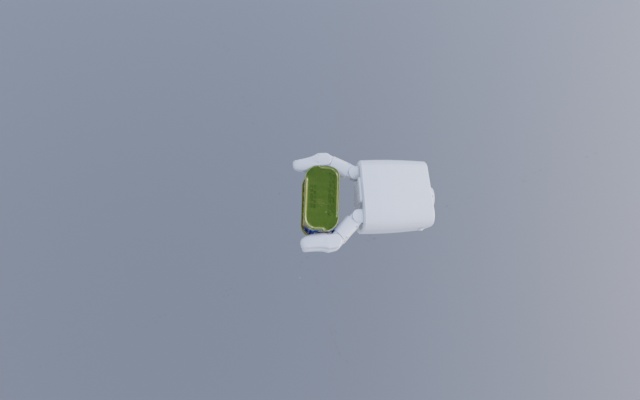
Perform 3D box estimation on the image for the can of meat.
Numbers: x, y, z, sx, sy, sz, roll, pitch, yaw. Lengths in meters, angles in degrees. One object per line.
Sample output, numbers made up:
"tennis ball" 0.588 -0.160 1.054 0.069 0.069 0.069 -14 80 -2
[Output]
"can of meat" 0.000 0.002 0.725 0.057 0.102 0.084 2 -9 -3
